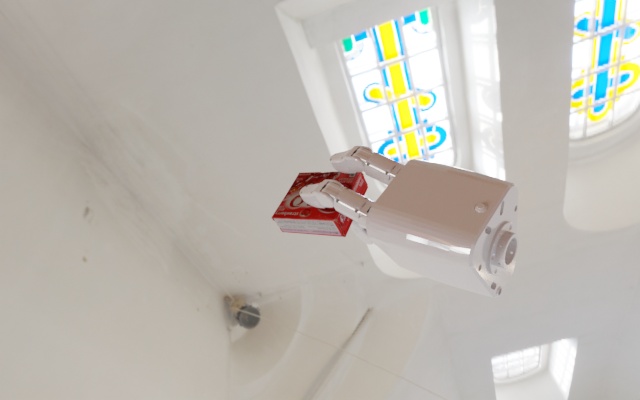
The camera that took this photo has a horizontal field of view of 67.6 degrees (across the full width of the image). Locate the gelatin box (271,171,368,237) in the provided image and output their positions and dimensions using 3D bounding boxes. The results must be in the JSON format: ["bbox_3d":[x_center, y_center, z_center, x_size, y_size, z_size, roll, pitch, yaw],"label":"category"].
[{"bbox_3d":[0.000,0.002,0.534,0.089,0.073,0.030,1,-42,36],"label":"gelatin box"}]
